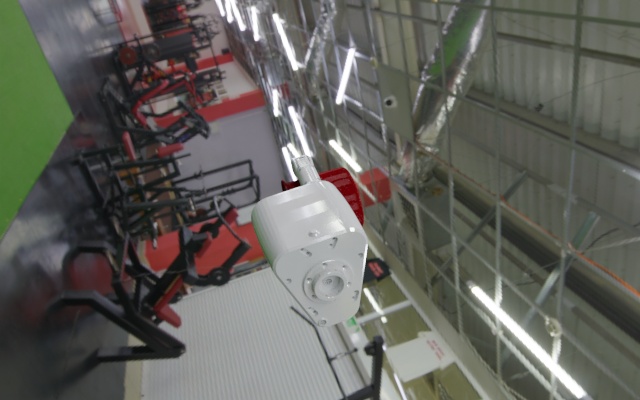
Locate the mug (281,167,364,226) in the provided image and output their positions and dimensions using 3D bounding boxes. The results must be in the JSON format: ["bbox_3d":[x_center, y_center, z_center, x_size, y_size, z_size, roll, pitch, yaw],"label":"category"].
[{"bbox_3d":[0.000,0.001,0.604,0.081,0.093,0.117,-17,31,-8],"label":"mug"}]
